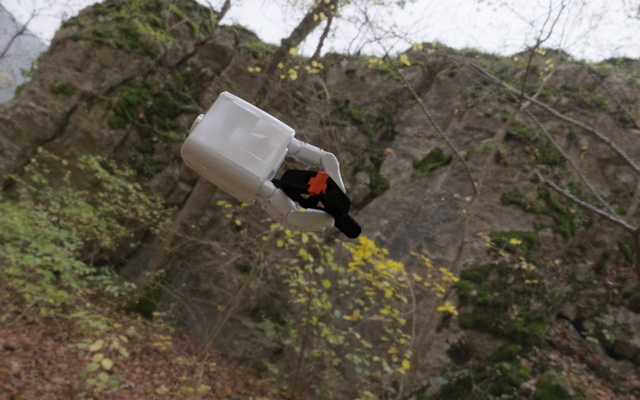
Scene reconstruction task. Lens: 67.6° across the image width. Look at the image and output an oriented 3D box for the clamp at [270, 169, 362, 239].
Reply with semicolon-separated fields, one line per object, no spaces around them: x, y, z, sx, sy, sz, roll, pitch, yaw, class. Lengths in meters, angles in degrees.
0.000;0.001;0.634;0.164;0.036;0.210;28;-10;-5;clamp
